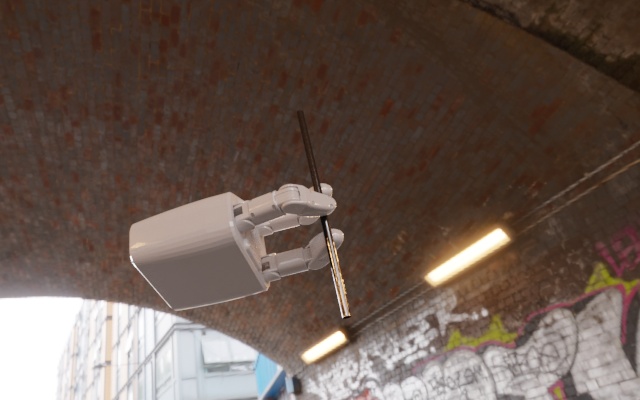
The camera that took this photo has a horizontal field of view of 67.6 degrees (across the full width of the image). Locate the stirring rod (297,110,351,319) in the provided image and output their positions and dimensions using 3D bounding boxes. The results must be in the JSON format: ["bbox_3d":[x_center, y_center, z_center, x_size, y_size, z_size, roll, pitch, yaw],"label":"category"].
[{"bbox_3d":[0.000,0.002,0.481,0.011,0.239,0.011,-10,-30,-6],"label":"stirring rod"}]
